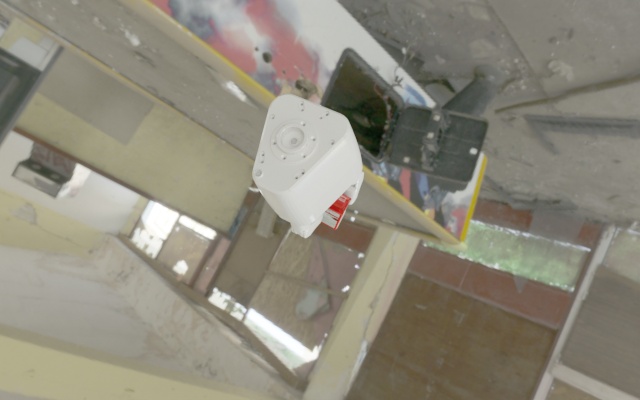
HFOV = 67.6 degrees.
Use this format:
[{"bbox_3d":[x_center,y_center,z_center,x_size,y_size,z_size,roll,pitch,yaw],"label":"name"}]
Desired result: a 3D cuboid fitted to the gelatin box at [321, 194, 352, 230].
[{"bbox_3d":[0.000,0.003,0.659,0.073,0.030,0.089,29,-16,4],"label":"gelatin box"}]
